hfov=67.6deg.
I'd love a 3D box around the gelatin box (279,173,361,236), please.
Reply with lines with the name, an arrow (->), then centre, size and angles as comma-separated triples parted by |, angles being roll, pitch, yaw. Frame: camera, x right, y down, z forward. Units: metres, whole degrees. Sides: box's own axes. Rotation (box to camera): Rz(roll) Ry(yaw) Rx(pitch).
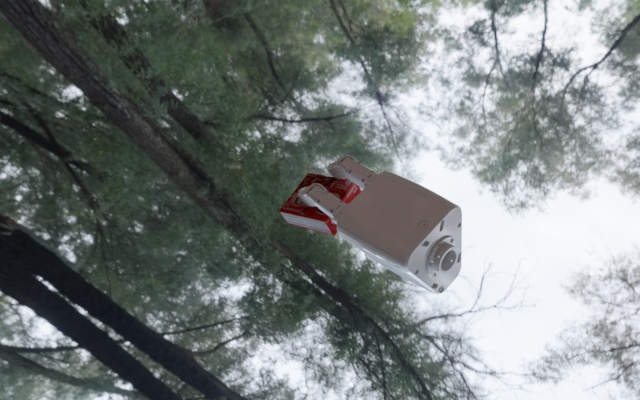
gelatin box -> 0.000, 0.002, 0.630 | 0.089, 0.073, 0.030 | 11, -35, 42
